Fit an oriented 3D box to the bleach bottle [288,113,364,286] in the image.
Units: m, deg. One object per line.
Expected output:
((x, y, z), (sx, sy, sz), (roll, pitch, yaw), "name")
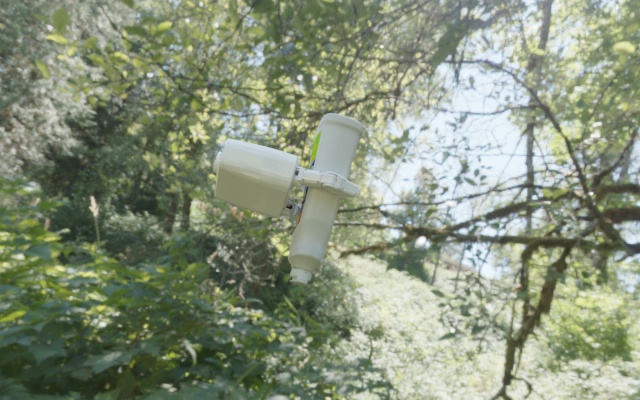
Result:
((0.000, 0.002, 0.720), (0.068, 0.250, 0.102), (17, -18, -7), "bleach bottle")
